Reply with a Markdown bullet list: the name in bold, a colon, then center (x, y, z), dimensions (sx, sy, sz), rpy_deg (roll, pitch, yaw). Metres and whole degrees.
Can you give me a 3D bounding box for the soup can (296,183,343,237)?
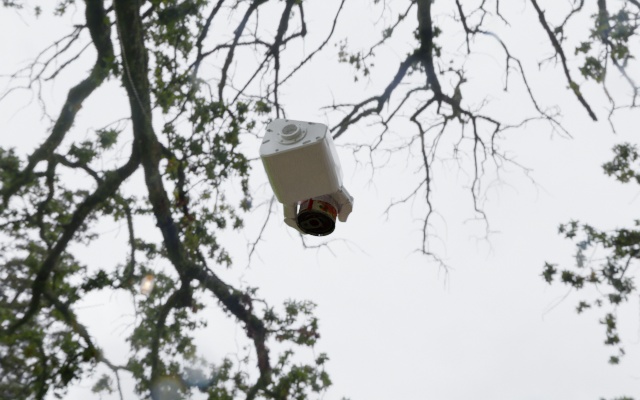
- **soup can**: center (0.000, 0.003, 0.830), dimensions (0.068, 0.102, 0.069), rpy_deg (7, -42, 6)
